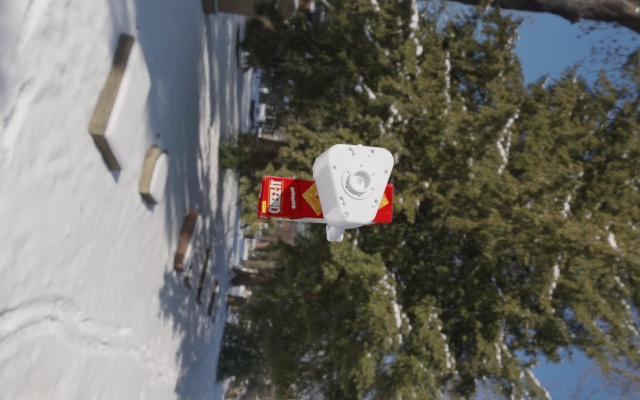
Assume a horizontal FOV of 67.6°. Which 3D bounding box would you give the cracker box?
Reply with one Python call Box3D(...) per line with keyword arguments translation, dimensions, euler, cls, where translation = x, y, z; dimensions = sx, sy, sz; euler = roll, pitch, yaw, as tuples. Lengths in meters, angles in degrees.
Box3D(translation=(0.000, 0.003, 0.834), dimensions=(0.214, 0.072, 0.164), euler=(4, -5, -9), cls="cracker box")
